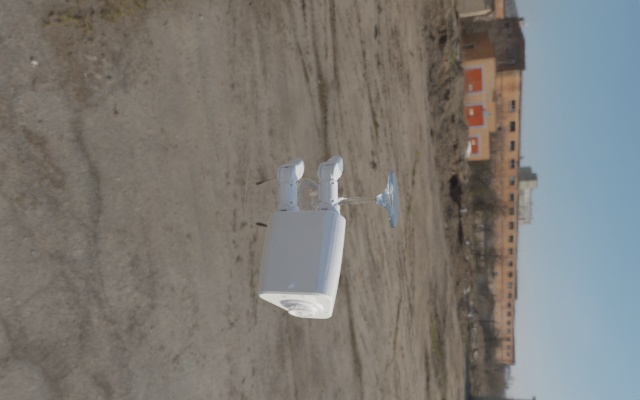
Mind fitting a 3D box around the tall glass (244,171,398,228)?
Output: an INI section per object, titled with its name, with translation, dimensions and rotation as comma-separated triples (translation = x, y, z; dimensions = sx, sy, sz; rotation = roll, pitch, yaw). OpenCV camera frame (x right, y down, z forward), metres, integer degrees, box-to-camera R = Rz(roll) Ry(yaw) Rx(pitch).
[tall glass]
translation = 0.001, 0.002, 0.649
dimensions = 0.201, 0.079, 0.079
rotation = -2, -1, 18
